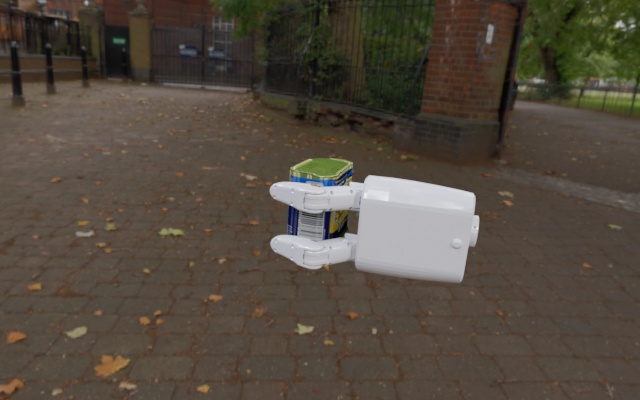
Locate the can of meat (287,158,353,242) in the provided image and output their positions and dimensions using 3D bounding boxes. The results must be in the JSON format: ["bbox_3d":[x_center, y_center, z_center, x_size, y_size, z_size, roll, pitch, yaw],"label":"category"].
[{"bbox_3d":[0.000,0.001,0.525,0.057,0.084,0.102,9,16,15],"label":"can of meat"}]
